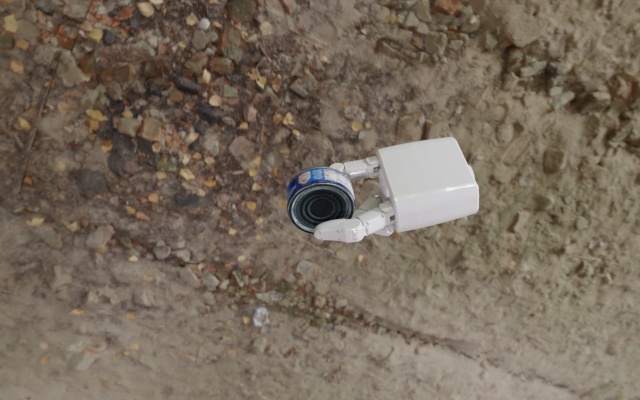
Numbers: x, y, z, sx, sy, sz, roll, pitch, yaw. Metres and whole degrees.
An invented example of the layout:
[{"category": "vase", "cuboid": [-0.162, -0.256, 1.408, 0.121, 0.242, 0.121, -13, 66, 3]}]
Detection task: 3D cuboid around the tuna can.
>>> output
[{"category": "tuna can", "cuboid": [0.000, 0.002, 0.594, 0.086, 0.086, 0.033, 0, 38, -5]}]
